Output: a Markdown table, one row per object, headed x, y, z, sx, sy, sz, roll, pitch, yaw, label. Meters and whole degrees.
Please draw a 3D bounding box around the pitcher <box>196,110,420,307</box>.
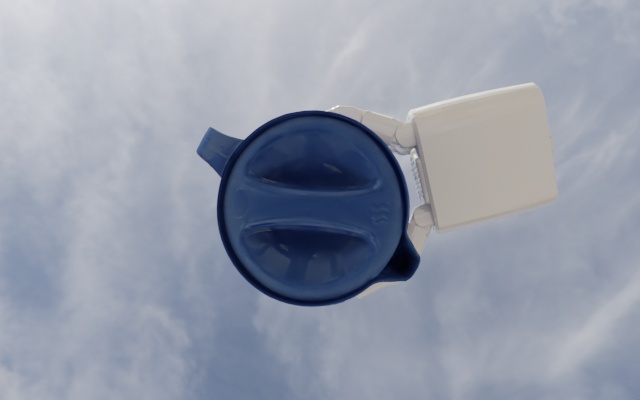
| x | y | z | sx | sy | sz | roll | pitch | yaw | label |
| --- | --- | --- | --- | --- | --- | --- | --- | --- | --- |
| 0.000 | 0.001 | 0.436 | 0.145 | 0.149 | 0.243 | -16 | -3 | 7 | pitcher |
